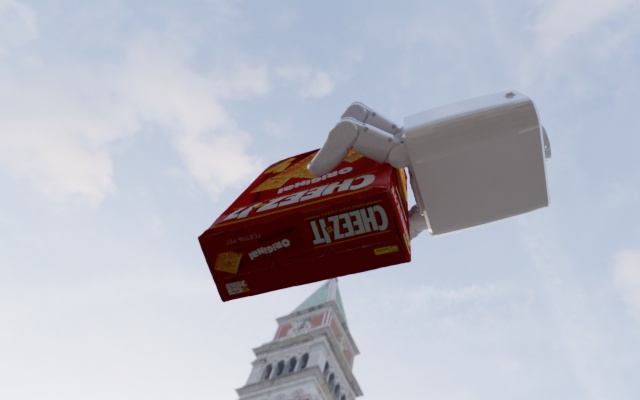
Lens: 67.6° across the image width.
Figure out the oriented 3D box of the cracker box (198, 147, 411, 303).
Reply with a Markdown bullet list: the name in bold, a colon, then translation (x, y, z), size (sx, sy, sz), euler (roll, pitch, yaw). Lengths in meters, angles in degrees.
- **cracker box**: translation (0.000, 0.002, 0.469), size (0.164, 0.072, 0.213), euler (-15, 16, 15)
